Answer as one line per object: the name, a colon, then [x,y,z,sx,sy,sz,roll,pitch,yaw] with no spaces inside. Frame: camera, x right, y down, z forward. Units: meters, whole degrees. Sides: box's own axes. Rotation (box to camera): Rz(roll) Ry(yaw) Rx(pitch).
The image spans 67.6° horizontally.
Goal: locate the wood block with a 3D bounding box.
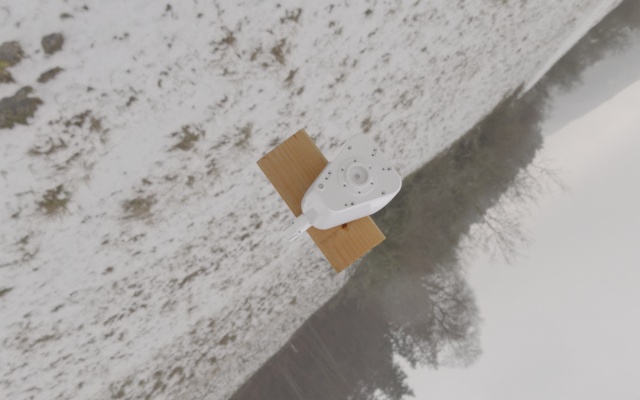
wood block: [0.000,0.003,0.746,0.091,0.206,0.090,-36,-4,-3]
